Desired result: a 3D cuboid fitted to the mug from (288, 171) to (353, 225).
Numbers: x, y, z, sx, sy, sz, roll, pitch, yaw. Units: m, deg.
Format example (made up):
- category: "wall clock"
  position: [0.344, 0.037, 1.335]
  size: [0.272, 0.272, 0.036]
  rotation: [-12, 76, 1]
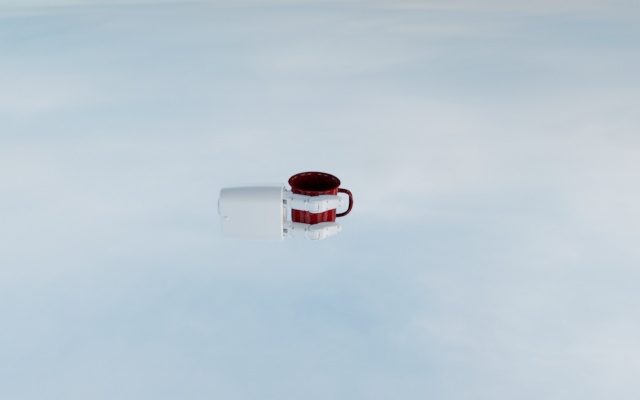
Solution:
- category: "mug"
  position: [0.002, 0.003, 0.852]
  size: [0.117, 0.081, 0.093]
  rotation: [2, 26, 0]
